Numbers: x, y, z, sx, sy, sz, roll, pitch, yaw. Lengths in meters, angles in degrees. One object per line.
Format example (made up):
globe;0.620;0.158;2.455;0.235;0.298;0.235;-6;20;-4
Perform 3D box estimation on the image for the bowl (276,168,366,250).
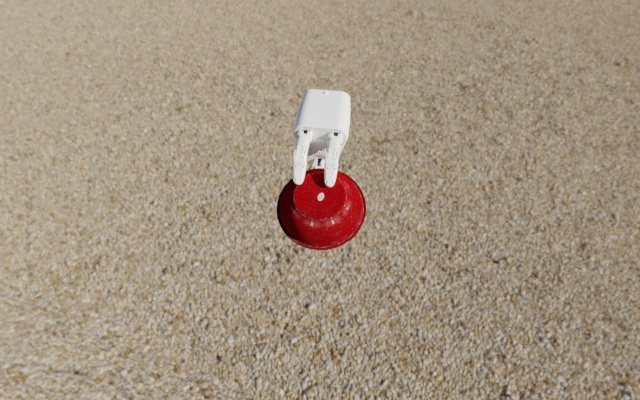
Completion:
bowl;0.000;0.004;0.835;0.162;0.162;0.055;0;-24;3
